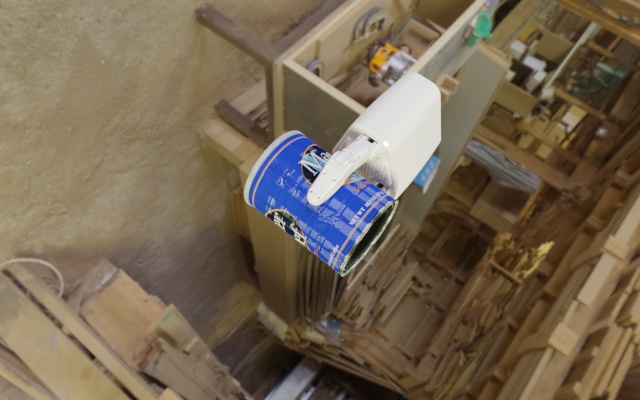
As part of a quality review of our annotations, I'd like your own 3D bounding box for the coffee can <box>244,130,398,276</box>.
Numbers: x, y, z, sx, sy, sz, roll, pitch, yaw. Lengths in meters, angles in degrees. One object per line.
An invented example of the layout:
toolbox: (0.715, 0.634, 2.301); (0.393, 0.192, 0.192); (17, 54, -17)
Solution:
coffee can: (0.000, 0.002, 0.536); (0.140, 0.103, 0.103); (36, 11, 16)
